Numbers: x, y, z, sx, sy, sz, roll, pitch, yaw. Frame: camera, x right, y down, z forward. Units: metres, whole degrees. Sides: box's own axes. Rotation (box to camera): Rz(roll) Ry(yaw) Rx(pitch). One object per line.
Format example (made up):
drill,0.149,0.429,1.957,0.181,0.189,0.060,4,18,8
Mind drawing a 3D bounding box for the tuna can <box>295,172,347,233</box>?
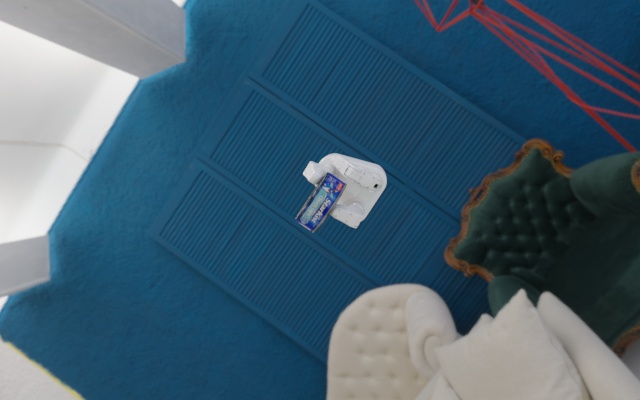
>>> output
tuna can,0.000,0.002,0.685,0.034,0.086,0.086,35,-2,-3
